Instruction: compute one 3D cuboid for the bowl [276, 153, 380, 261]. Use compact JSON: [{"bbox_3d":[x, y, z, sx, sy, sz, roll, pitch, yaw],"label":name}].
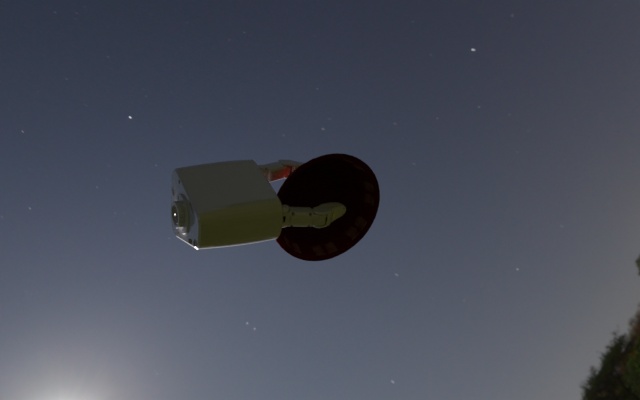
[{"bbox_3d":[0.001,0.002,0.666,0.162,0.162,0.055,0,25,-26],"label":"bowl"}]
